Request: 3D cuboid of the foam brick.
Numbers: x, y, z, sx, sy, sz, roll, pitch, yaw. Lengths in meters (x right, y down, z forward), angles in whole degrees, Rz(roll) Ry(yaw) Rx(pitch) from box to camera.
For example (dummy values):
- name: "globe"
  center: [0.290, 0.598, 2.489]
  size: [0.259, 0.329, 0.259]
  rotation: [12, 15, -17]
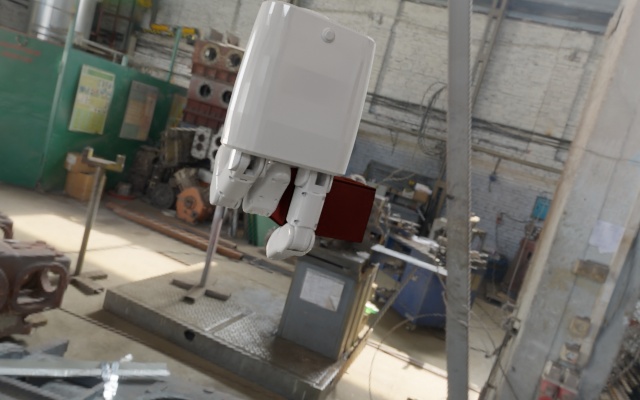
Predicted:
- name: "foam brick"
  center: [0.000, 0.001, 0.421]
  size: [0.078, 0.051, 0.053]
  rotation: [12, 6, -26]
